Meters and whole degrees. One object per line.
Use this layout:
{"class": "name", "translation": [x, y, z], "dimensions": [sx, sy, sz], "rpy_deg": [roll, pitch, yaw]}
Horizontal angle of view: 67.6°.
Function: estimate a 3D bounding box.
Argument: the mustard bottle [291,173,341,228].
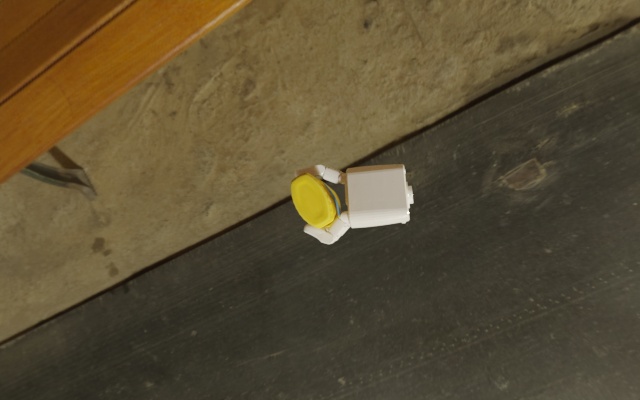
{"class": "mustard bottle", "translation": [0.000, 0.003, 0.896], "dimensions": [0.058, 0.096, 0.191], "rpy_deg": [-31, -7, 8]}
